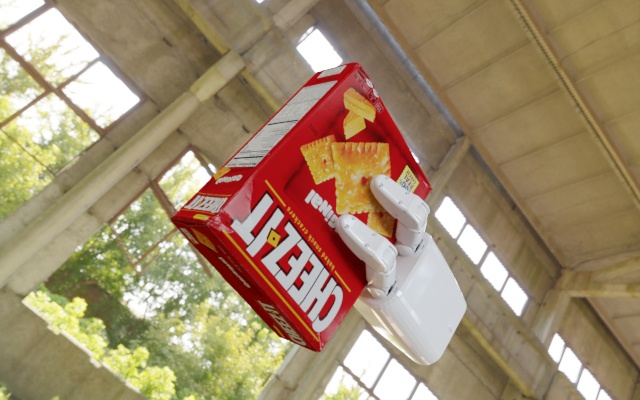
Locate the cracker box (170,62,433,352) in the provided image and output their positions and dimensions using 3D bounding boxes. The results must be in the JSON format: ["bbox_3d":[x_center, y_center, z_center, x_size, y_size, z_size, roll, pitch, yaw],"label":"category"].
[{"bbox_3d":[0.000,0.001,0.444,0.072,0.164,0.213,2,45,50],"label":"cracker box"}]
